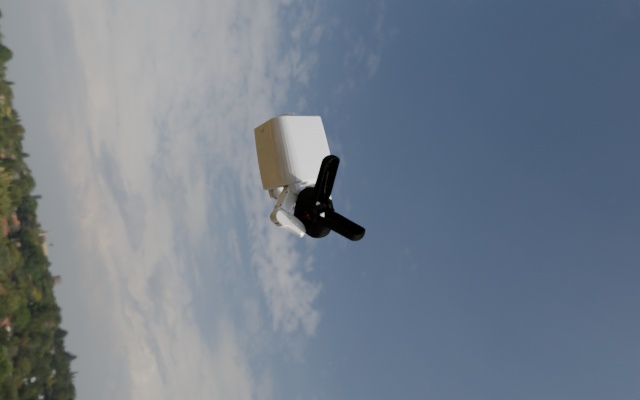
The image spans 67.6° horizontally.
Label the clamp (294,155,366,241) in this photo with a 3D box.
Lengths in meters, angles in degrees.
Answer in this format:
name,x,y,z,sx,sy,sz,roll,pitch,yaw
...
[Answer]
name,x,y,z,sx,sy,sz,roll,pitch,yaw
clamp,0.001,0.002,0.697,0.039,0.120,0.171,-10,-1,-31
